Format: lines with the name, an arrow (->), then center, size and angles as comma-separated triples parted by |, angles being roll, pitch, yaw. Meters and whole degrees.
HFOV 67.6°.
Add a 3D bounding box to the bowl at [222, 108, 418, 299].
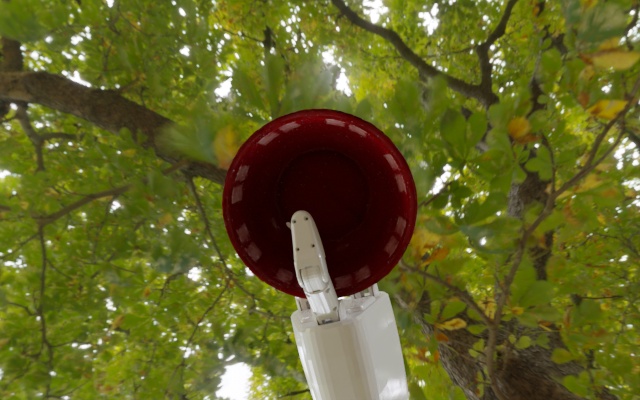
bowl -> 0.000, 0.000, 0.417 | 0.162, 0.162, 0.055 | 0, 12, 5
